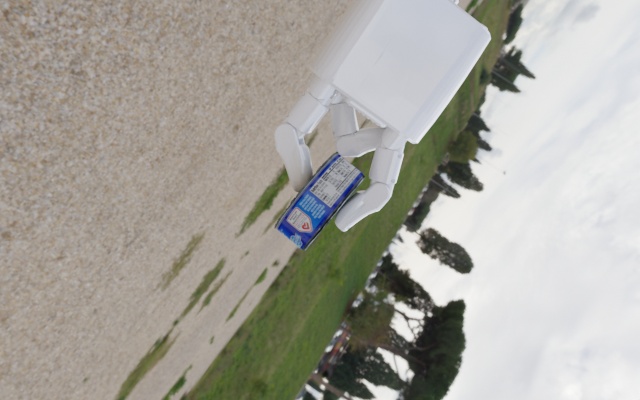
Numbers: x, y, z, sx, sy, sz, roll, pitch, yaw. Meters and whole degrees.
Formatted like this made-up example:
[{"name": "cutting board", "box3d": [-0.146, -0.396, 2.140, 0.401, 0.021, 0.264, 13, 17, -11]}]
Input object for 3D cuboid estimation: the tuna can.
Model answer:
[{"name": "tuna can", "box3d": [0.000, 0.002, 0.413, 0.034, 0.086, 0.086, 39, 2, 3]}]
